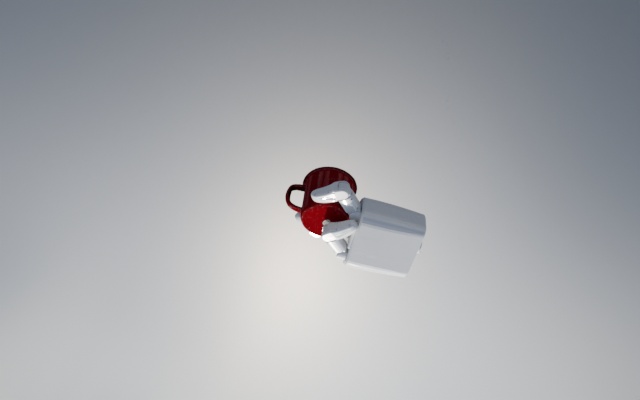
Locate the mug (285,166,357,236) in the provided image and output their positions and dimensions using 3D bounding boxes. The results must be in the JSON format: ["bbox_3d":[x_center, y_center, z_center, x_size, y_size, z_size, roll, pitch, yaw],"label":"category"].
[{"bbox_3d":[-0.001,0.002,0.781,0.117,0.081,0.093,13,-44,-5],"label":"mug"}]
